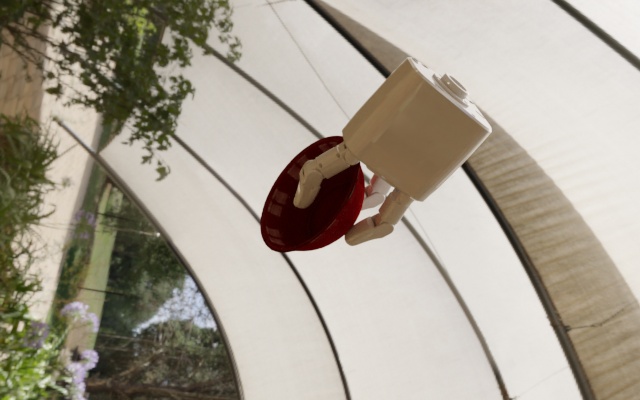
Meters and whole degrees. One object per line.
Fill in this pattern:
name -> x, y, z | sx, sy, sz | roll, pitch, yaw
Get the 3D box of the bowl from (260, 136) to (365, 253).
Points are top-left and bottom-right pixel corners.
bowl -> -0.001, 0.003, 0.584 | 0.055, 0.162, 0.162 | 37, -23, -34
